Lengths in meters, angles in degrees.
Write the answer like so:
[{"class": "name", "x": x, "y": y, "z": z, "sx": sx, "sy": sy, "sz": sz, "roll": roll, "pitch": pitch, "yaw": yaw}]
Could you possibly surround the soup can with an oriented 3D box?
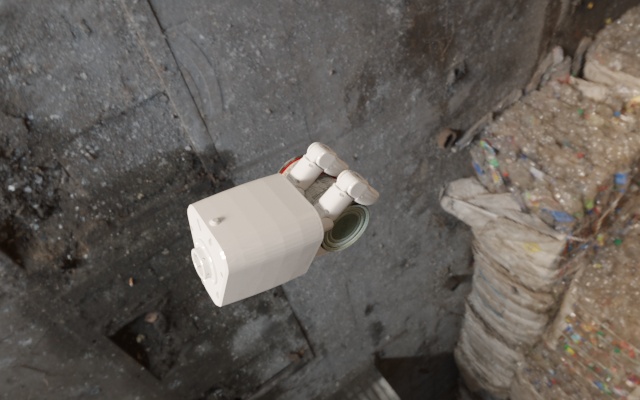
[{"class": "soup can", "x": 0.001, "y": 0.002, "z": 0.547, "sx": 0.068, "sy": 0.068, "sz": 0.102, "roll": 0, "pitch": 35, "yaw": -43}]
